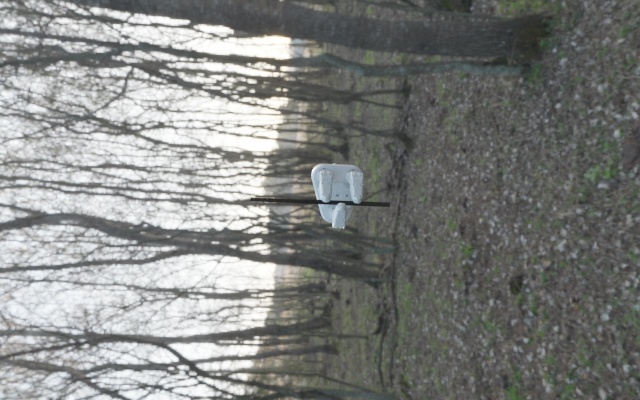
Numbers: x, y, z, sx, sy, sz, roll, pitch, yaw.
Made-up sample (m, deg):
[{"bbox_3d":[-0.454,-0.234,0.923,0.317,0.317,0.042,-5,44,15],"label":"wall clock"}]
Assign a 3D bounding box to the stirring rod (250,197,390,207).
[{"bbox_3d":[0.000,0.003,0.825,0.239,0.011,0.011,2,0,-3],"label":"stirring rod"}]
